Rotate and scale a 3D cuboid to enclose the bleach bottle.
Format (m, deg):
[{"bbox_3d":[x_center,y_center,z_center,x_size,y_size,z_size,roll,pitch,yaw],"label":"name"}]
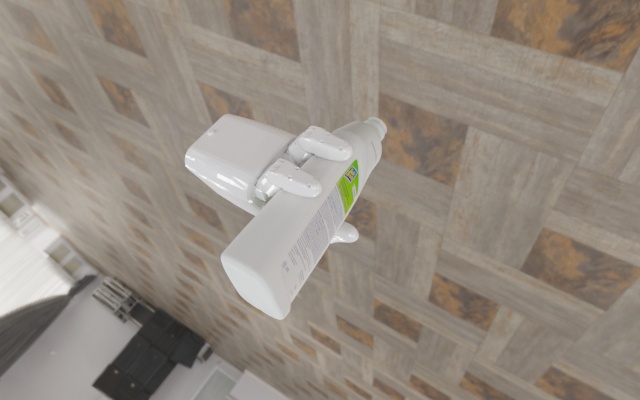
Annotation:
[{"bbox_3d":[0.000,0.002,0.529,0.068,0.250,0.103,24,-30,26],"label":"bleach bottle"}]
